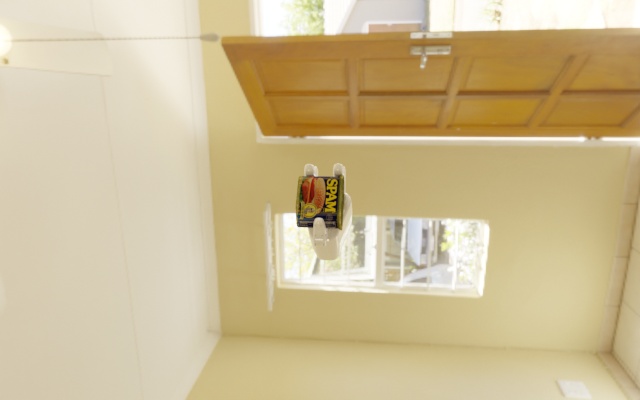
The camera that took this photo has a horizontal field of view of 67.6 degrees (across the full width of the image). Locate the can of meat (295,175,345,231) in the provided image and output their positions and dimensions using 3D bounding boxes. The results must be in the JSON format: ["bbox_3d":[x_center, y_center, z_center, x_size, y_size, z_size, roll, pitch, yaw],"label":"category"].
[{"bbox_3d":[0.000,0.003,0.885,0.084,0.102,0.057,1,-28,7],"label":"can of meat"}]
